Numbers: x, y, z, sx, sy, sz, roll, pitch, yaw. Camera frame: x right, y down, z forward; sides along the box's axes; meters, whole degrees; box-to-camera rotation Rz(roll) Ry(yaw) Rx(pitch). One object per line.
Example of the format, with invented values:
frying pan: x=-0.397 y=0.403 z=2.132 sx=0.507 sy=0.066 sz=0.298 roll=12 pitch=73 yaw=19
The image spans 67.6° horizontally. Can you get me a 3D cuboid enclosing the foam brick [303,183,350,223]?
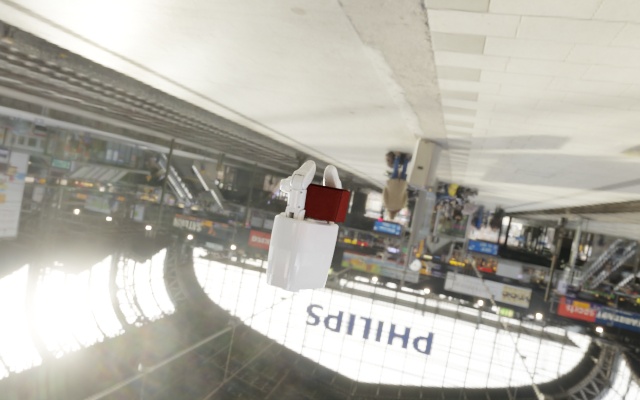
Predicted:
foam brick: x=0.000 y=0.002 z=0.737 sx=0.078 sy=0.051 sz=0.053 roll=11 pitch=0 yaw=19
